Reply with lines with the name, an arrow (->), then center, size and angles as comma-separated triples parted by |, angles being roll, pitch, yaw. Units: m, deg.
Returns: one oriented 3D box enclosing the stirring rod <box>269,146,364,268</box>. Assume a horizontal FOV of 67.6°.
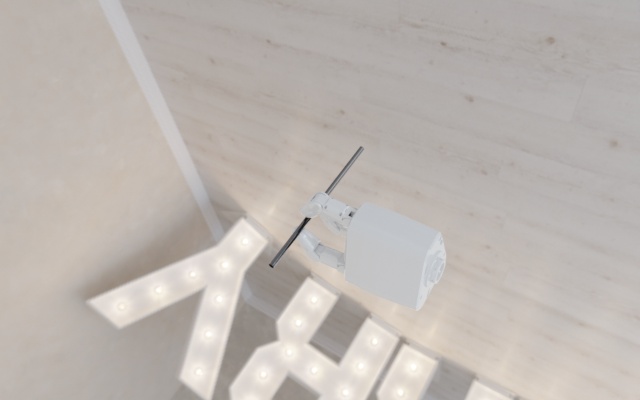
stirring rod -> 0.000, 0.002, 0.677 | 0.011, 0.011, 0.239 | 0, 44, 47
